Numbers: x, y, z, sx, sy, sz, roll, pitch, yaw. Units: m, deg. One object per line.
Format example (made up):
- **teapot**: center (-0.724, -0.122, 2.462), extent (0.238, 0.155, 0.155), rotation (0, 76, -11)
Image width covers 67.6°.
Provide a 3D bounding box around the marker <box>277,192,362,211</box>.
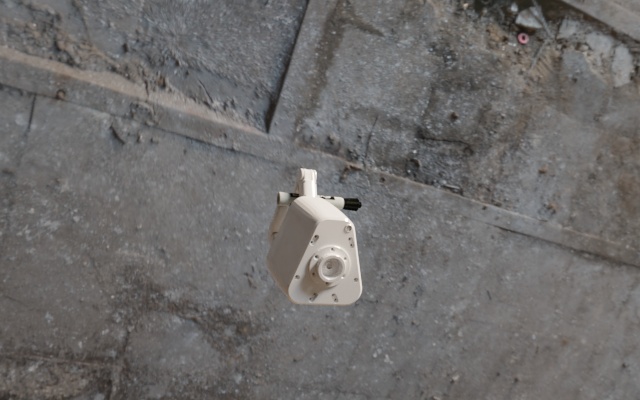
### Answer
- **marker**: center (0.000, 0.002, 0.663), extent (0.121, 0.020, 0.020), rotation (5, -1, -18)
